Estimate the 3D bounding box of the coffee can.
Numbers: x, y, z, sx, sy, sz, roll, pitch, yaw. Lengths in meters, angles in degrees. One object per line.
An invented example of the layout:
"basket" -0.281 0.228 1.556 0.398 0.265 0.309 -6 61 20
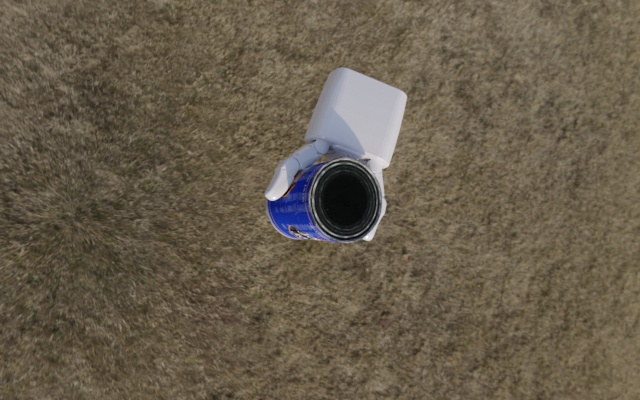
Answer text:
"coffee can" 0.000 0.002 0.631 0.103 0.103 0.140 0 -2 -27
